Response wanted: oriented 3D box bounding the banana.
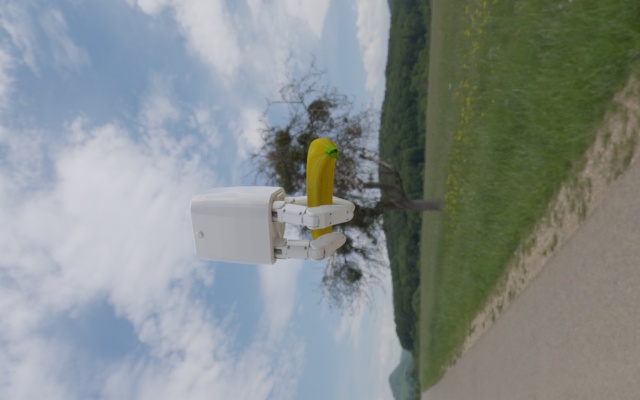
[{"bbox_3d":[0.000,-0.014,0.628,0.037,0.069,0.198,1,-41,-2],"label":"banana"}]
